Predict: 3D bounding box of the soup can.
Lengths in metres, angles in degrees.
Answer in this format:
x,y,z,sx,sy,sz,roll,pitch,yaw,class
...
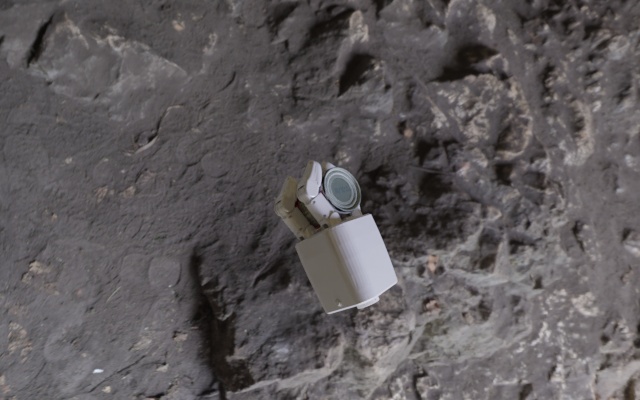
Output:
x,y,z,sx,sy,sz,roll,pitch,yaw,class
0.000,0.002,0.678,0.068,0.068,0.102,0,-20,-39,soup can
